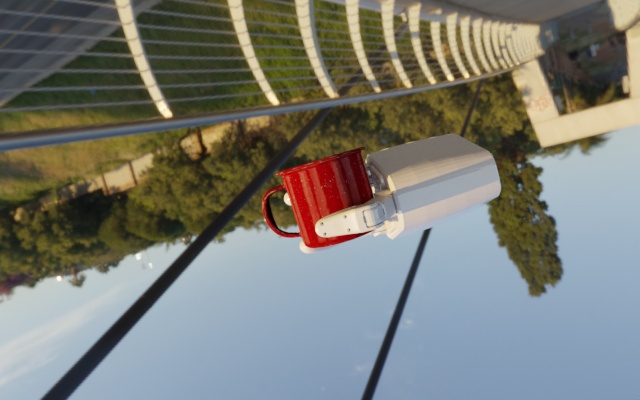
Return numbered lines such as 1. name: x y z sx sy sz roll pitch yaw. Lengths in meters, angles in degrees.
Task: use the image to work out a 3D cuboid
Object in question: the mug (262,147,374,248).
1. mug: -0.001 0.002 0.480 0.117 0.081 0.093 -17 4 -2
